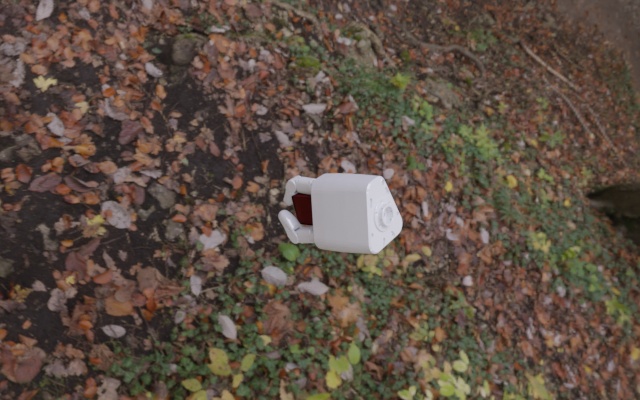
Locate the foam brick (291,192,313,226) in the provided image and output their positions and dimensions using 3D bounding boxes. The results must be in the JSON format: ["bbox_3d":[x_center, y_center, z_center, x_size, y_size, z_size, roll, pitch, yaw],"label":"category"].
[{"bbox_3d":[0.000,0.002,0.790,0.051,0.053,0.078,4,28,41],"label":"foam brick"}]
